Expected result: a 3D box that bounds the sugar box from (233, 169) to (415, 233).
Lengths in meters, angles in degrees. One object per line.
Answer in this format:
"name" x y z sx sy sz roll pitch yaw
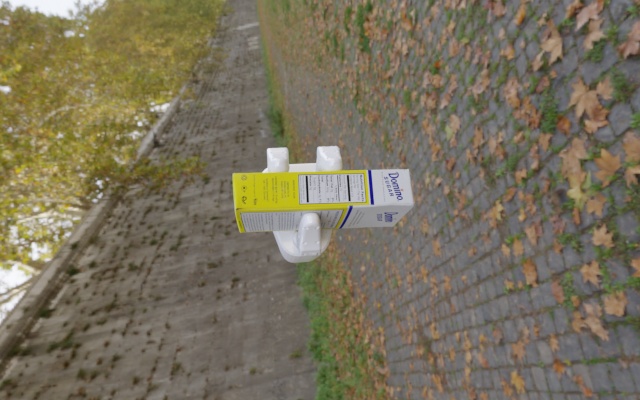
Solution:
"sugar box" 0.000 0.001 0.502 0.176 0.048 0.093 -4 -16 -7
